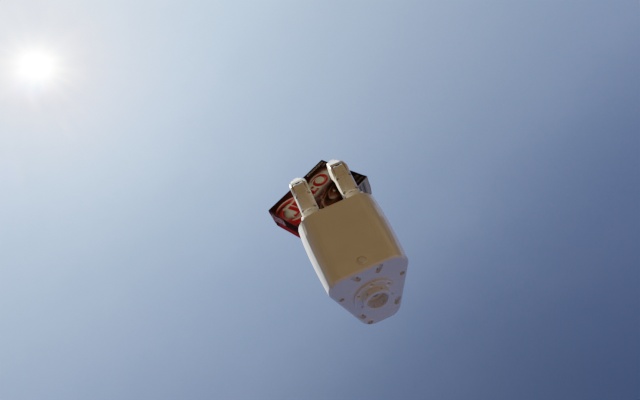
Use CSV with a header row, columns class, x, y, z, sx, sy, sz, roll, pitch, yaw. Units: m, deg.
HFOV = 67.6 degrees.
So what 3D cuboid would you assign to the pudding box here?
class,x,y,z,sx,sy,sz,roll,pitch,yaw
pudding box,0.000,0.002,0.641,0.090,0.039,0.113,25,59,42
